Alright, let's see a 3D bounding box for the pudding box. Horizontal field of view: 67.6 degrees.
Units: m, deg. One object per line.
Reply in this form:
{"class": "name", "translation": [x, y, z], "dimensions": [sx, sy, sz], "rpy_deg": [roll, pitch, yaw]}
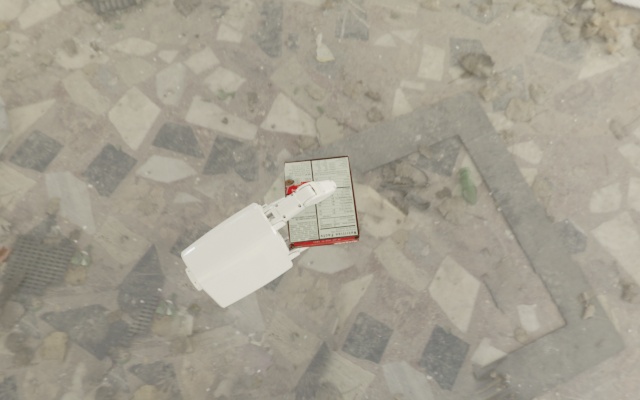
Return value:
{"class": "pudding box", "translation": [0.000, 0.002, 0.617], "dimensions": [0.090, 0.113, 0.039], "rpy_deg": [-6, -15, -2]}
